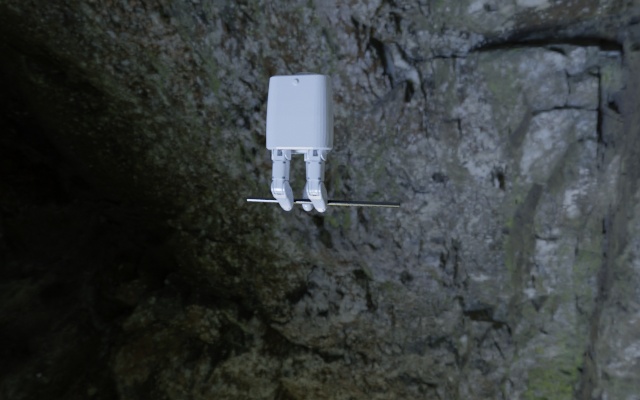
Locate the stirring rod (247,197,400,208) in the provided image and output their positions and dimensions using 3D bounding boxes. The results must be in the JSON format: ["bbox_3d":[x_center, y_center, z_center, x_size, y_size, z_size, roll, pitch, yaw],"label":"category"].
[{"bbox_3d":[0.000,0.002,0.728,0.239,0.011,0.011,2,1,16],"label":"stirring rod"}]
